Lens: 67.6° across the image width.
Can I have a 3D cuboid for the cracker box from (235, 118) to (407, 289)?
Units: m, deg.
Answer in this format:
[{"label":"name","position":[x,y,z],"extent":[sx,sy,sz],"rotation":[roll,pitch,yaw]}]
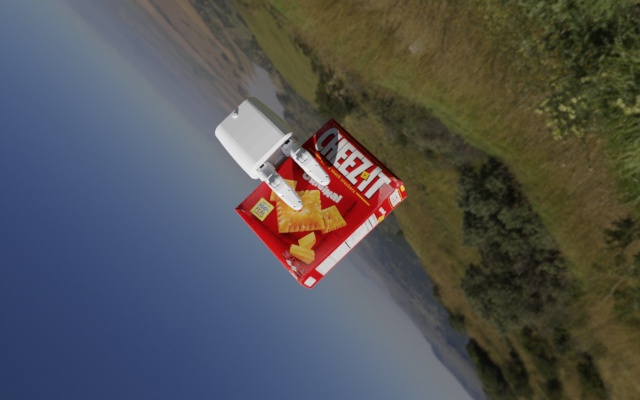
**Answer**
[{"label":"cracker box","position":[0.000,0.003,0.743],"extent":[0.164,0.213,0.072],"rotation":[45,-2,22]}]
